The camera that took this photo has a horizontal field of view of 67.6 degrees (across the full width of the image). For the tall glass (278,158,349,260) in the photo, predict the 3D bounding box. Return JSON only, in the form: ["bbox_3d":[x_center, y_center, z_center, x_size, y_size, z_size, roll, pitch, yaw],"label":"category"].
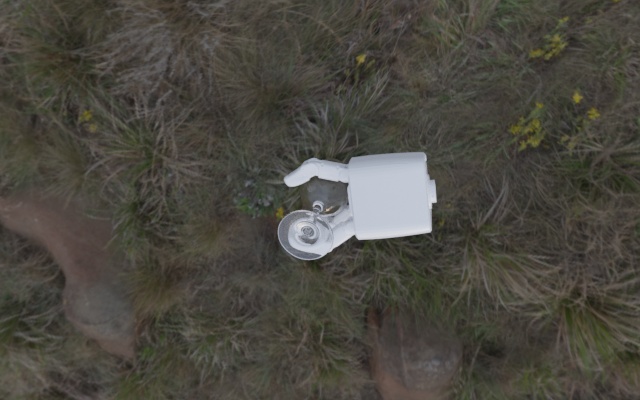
[{"bbox_3d":[0.000,0.003,0.706,0.079,0.079,0.201,0,26,12],"label":"tall glass"}]
